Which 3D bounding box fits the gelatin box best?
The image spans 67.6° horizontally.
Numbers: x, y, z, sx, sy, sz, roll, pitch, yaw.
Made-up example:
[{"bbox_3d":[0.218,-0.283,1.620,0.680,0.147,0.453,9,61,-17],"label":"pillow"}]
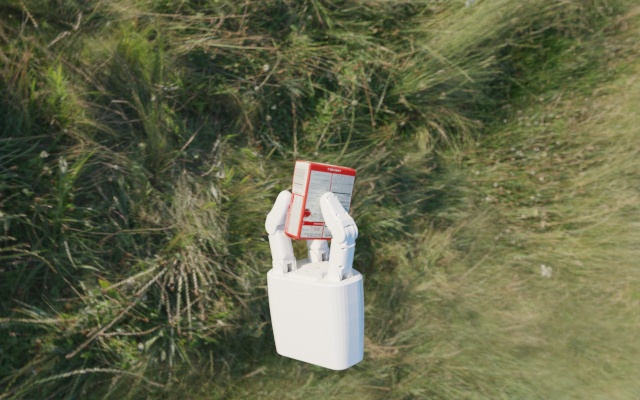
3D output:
[{"bbox_3d":[0.000,0.002,0.558,0.073,0.089,0.030,5,7,-41],"label":"gelatin box"}]
